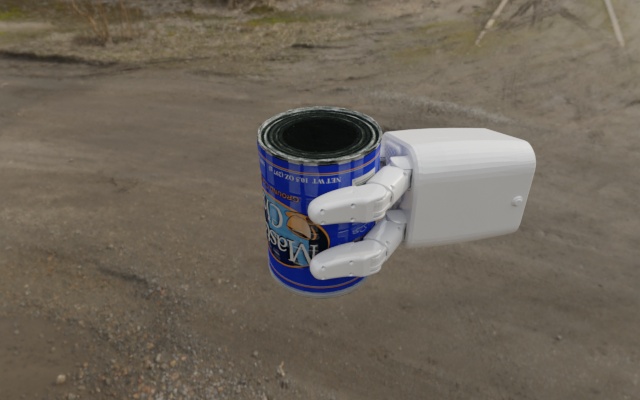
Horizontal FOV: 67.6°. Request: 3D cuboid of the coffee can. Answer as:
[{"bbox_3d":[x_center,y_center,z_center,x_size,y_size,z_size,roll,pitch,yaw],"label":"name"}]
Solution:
[{"bbox_3d":[0.000,0.002,0.427,0.103,0.140,0.102,-1,34,0],"label":"coffee can"}]
